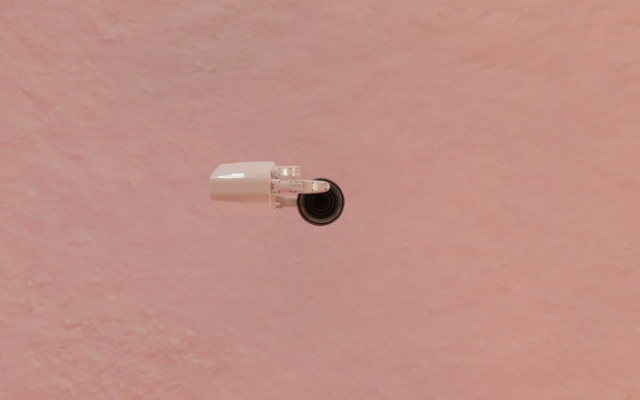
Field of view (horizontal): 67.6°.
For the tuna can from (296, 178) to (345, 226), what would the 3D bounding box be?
[{"bbox_3d":[0.000,0.003,0.846,0.086,0.086,0.034,0,-2,-3],"label":"tuna can"}]
